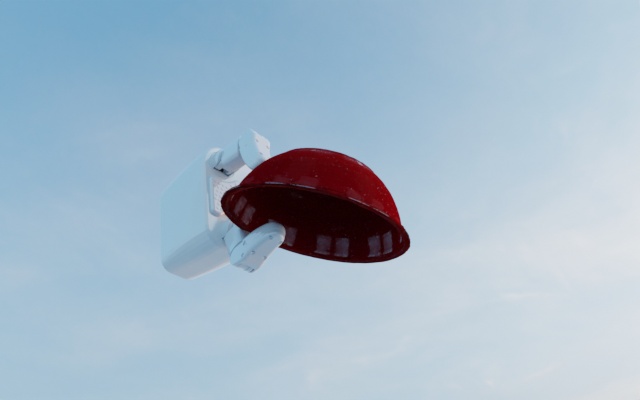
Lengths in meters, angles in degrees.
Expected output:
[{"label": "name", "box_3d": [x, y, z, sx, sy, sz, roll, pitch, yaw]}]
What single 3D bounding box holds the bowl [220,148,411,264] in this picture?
[{"label": "bowl", "box_3d": [0.001, 0.001, 0.411, 0.162, 0.055, 0.162, 12, -23, 5]}]
